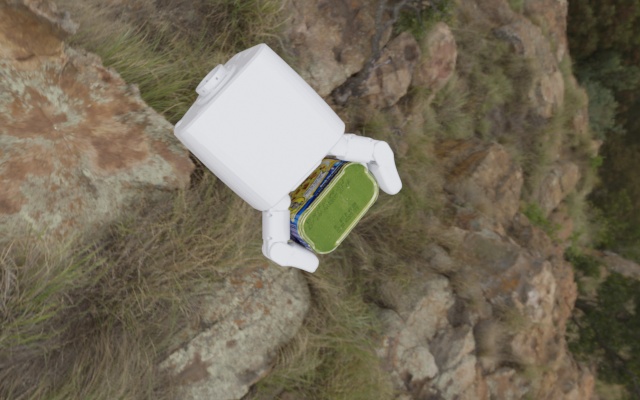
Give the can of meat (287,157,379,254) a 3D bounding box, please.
[{"bbox_3d":[0.000,0.002,0.497,0.057,0.102,0.084,47,-15,-26],"label":"can of meat"}]
